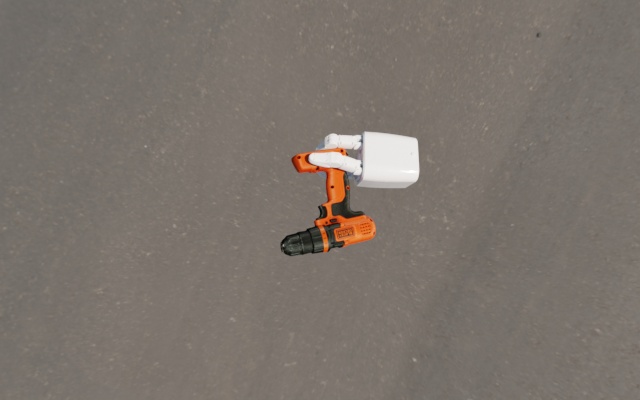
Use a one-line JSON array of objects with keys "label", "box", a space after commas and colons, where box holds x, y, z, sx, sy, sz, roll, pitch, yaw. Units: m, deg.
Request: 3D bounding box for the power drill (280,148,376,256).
[{"label": "power drill", "box": [0.000, 0.002, 0.897, 0.184, 0.187, 0.057, -11, -3, -18]}]
